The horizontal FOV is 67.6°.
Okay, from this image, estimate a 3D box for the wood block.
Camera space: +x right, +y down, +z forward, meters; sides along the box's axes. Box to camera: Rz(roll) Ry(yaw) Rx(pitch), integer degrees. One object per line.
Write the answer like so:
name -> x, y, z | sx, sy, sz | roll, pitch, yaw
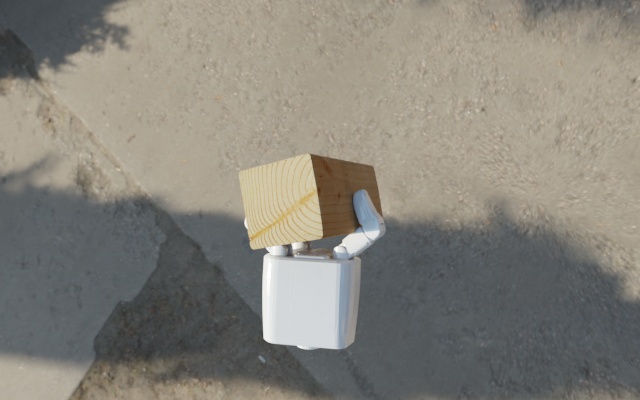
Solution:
wood block -> 0.000, 0.002, 0.593 | 0.091, 0.090, 0.206 | -11, -4, 24
